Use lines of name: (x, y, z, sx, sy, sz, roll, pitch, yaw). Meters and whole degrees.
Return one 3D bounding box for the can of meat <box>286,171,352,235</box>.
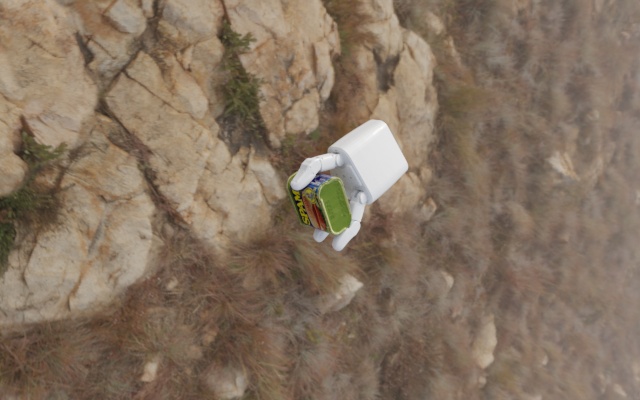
can of meat: (0.000, 0.003, 0.793, 0.057, 0.102, 0.084, -35, 31, -29)
